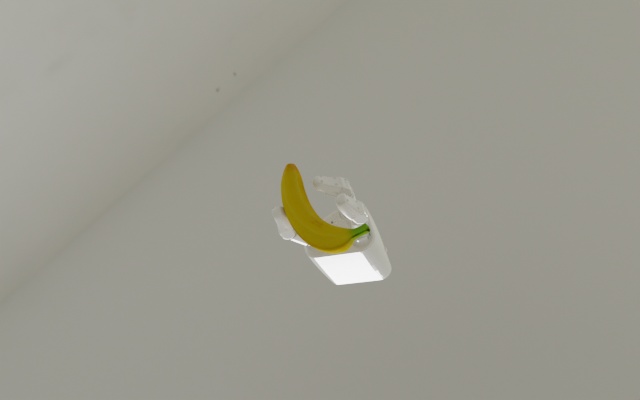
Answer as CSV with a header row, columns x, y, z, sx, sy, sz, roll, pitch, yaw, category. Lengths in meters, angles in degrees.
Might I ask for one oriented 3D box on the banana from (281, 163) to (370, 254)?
x,y,z,sx,sy,sz,roll,pitch,yaw,category
-0.011,0.017,0.646,0.197,0.069,0.037,41,-6,44,banana
